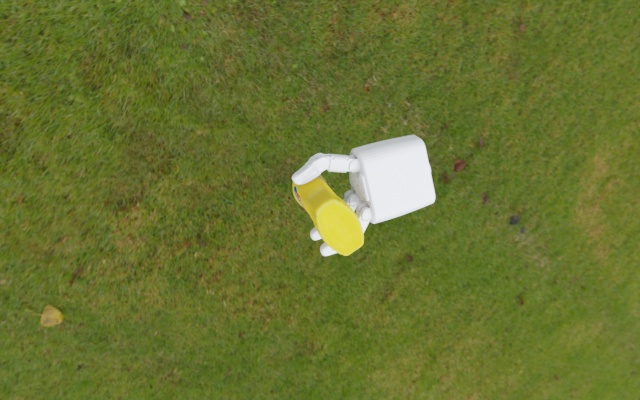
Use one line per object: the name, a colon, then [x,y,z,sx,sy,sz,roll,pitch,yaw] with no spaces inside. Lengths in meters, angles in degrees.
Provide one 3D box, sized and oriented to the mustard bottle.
mustard bottle: [0.000,0.003,0.734,0.058,0.096,0.191,-36,30,-1]
